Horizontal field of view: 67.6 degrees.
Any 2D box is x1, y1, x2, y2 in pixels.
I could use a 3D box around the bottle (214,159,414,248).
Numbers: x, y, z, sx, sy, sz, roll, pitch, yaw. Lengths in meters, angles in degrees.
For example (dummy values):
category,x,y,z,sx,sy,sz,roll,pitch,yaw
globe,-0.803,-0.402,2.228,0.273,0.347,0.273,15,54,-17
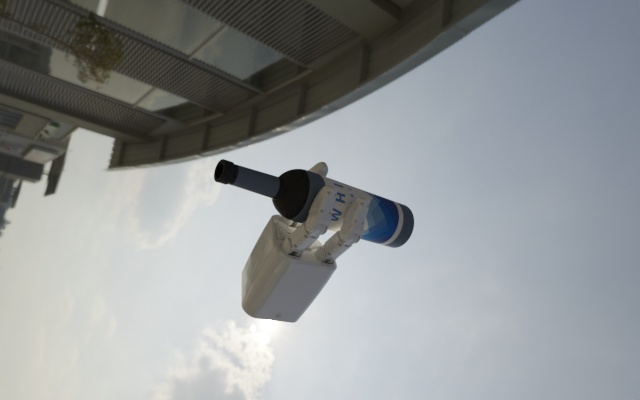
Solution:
category,x,y,z,sx,sy,sz,roll,pitch,yaw
bottle,0.000,0.002,0.622,0.296,0.069,0.069,17,-11,-36
